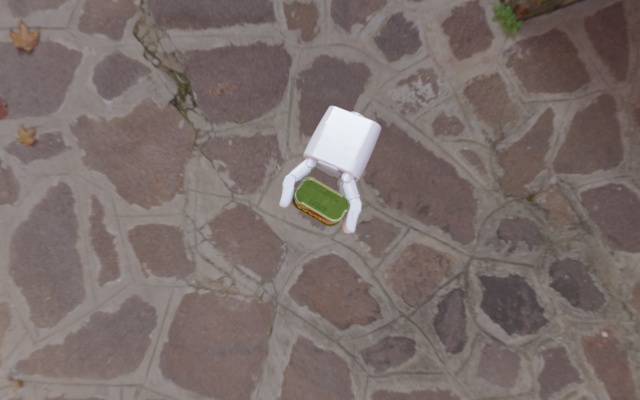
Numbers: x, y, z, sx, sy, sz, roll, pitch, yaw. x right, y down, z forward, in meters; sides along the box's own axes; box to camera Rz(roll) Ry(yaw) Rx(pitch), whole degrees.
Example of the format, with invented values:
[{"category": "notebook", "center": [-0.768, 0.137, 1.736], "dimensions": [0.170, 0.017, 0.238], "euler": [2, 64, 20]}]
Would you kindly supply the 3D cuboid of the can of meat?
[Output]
[{"category": "can of meat", "center": [0.000, 0.003, 0.865], "dimensions": [0.102, 0.057, 0.084], "euler": [30, -8, -1]}]
